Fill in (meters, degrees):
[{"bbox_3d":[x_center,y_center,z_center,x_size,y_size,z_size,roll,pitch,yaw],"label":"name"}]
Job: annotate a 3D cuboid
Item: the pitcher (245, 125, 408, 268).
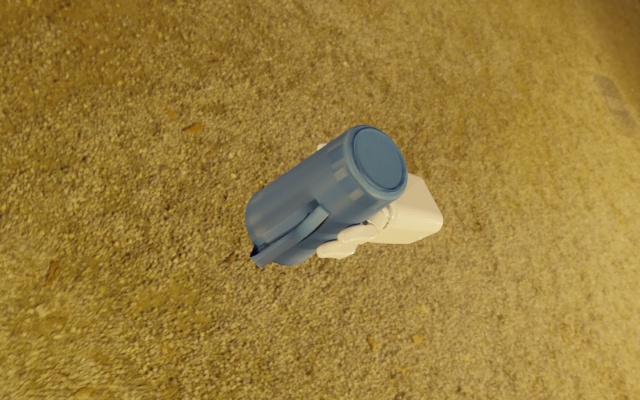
[{"bbox_3d":[0.000,0.002,0.673,0.145,0.149,0.243,9,-28,-35],"label":"pitcher"}]
